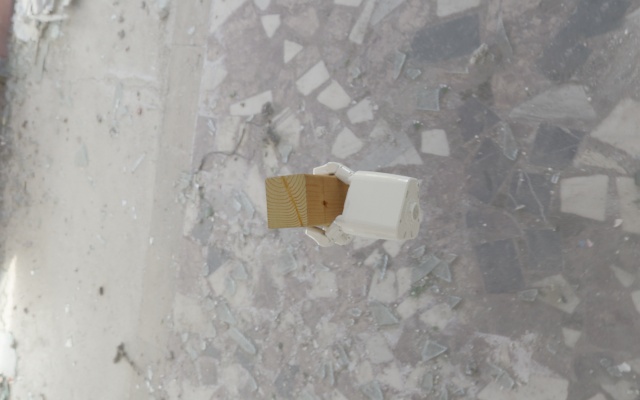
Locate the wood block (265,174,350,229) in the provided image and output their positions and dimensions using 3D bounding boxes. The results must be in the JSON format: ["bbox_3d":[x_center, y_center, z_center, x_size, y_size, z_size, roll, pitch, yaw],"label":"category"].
[{"bbox_3d":[0.000,0.003,0.889,0.090,0.091,0.206,-5,-4,35],"label":"wood block"}]
